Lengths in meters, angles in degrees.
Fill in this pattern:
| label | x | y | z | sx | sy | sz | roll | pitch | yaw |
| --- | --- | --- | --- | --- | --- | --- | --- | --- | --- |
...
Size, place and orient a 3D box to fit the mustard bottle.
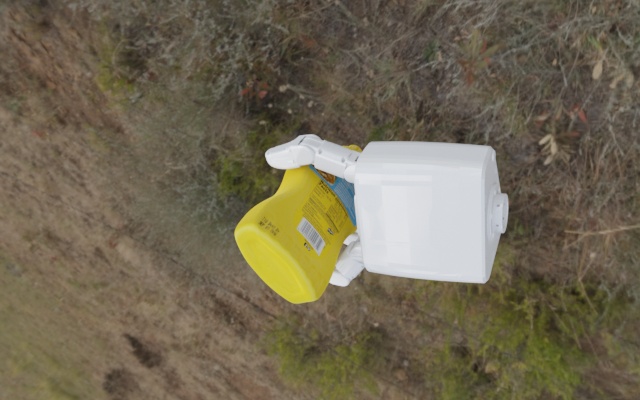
| label | x | y | z | sx | sy | sz | roll | pitch | yaw |
| --- | --- | --- | --- | --- | --- | --- | --- | --- | --- |
| mustard bottle | 0.000 | 0.002 | 0.476 | 0.058 | 0.096 | 0.191 | -22 | 24 | 42 |
